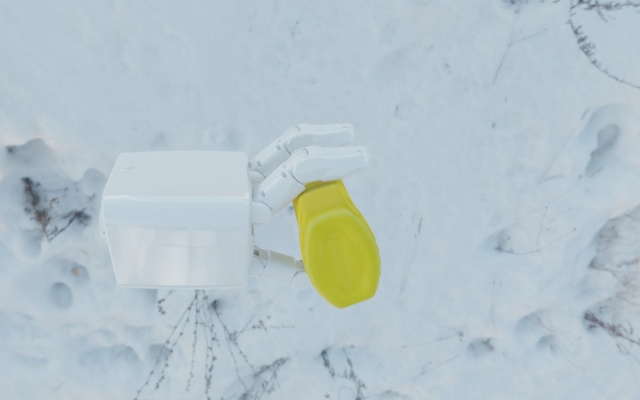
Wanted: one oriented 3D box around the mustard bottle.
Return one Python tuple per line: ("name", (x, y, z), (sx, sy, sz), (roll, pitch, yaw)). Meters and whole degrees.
("mustard bottle", (0.000, 0.001, 0.435), (0.058, 0.096, 0.191), (-20, 31, 0))
